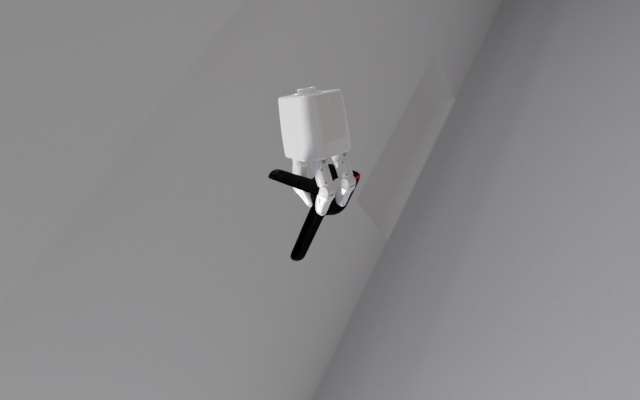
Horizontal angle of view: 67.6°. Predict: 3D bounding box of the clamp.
[{"bbox_3d":[0.000,0.002,0.853,0.036,0.164,0.210,7,22,42],"label":"clamp"}]
